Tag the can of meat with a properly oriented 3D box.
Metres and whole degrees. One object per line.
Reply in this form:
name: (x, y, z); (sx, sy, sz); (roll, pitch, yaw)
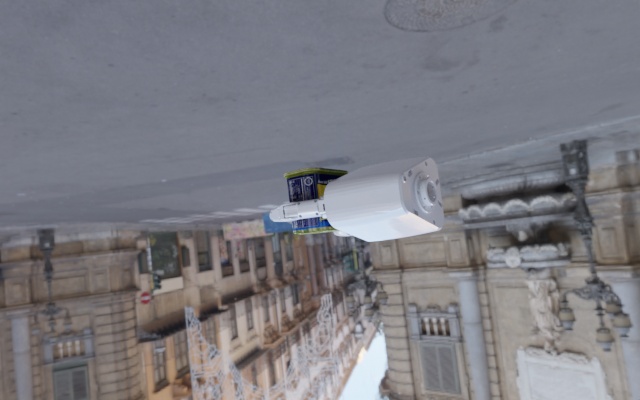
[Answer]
can of meat: (0.000, 0.003, 0.663); (0.057, 0.084, 0.102); (-10, -6, 34)
